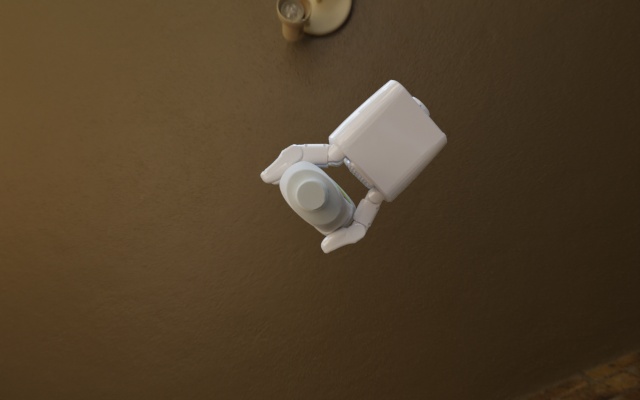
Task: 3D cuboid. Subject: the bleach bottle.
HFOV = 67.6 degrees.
[{"bbox_3d":[0.000,0.002,0.595,0.068,0.102,0.251,-44,-1,1],"label":"bleach bottle"}]
